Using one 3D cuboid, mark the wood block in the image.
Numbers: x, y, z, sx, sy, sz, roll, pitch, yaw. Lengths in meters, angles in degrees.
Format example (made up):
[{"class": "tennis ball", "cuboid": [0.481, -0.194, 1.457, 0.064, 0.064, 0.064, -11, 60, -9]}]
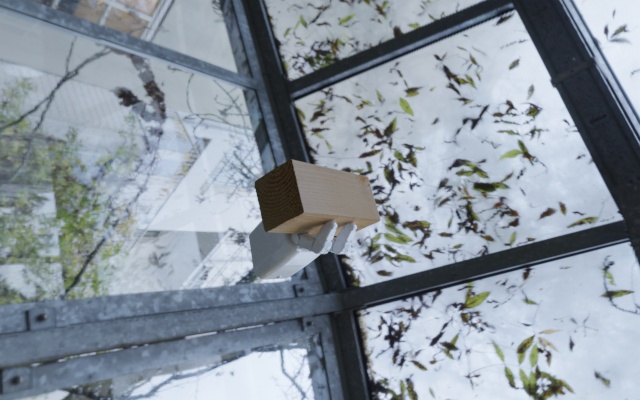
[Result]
[{"class": "wood block", "cuboid": [0.000, 0.003, 0.811, 0.090, 0.090, 0.206, -28, -22, 34]}]
